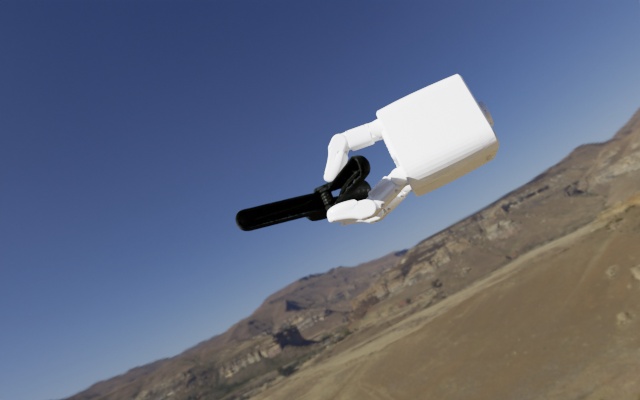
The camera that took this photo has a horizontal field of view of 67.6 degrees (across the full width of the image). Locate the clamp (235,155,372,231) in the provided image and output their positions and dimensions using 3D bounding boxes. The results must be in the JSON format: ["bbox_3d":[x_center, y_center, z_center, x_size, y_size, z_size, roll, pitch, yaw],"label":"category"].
[{"bbox_3d":[0.000,0.001,0.595,0.164,0.036,0.210,-22,-11,12],"label":"clamp"}]
